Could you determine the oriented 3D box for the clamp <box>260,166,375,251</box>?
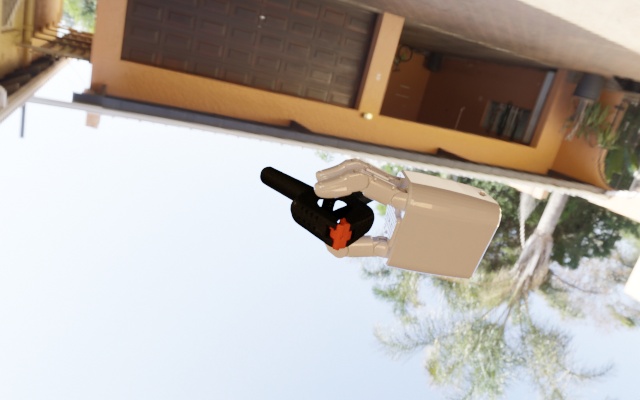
[{"bbox_3d":[0.000,0.003,0.562,0.164,0.036,0.210,9,17,-2],"label":"clamp"}]
